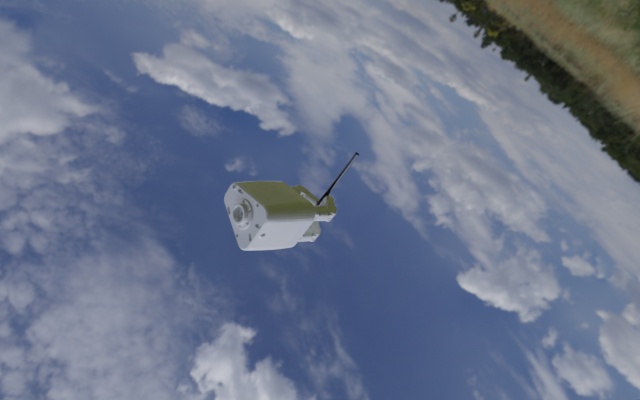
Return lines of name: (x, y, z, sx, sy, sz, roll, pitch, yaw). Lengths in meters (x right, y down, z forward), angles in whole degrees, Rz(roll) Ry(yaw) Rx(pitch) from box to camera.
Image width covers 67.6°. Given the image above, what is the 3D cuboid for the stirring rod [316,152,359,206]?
stirring rod: (0.000, 0.003, 0.885, 0.011, 0.011, 0.240, 0, -44, -47)
